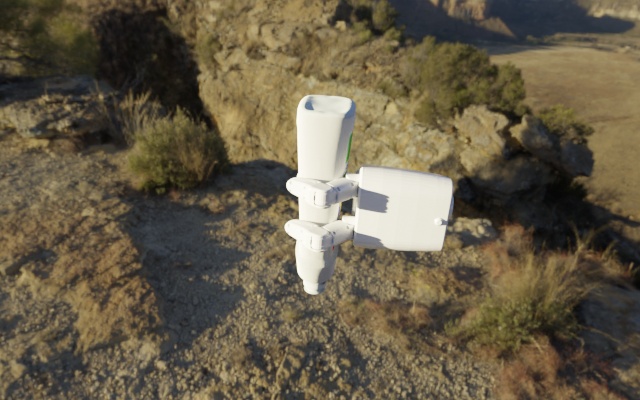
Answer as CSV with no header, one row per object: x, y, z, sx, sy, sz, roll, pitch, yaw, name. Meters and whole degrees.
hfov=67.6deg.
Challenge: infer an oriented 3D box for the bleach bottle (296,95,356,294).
0.000,0.002,0.605,0.068,0.251,0.102,5,24,3,bleach bottle
